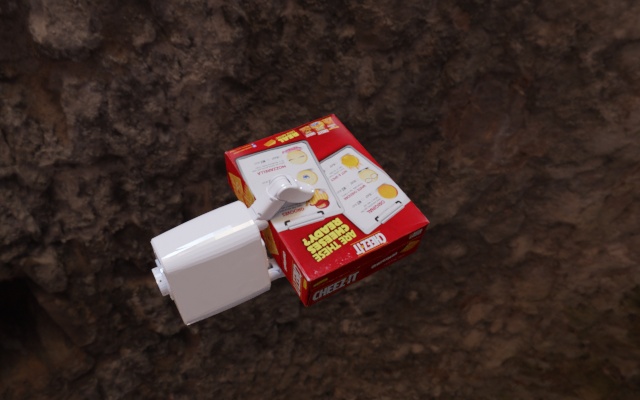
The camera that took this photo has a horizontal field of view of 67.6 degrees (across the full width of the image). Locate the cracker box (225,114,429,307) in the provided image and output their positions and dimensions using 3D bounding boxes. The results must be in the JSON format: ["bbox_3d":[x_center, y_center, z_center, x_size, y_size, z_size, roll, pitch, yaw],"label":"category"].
[{"bbox_3d":[0.000,0.002,0.595,0.164,0.213,0.072,-23,-34,-21],"label":"cracker box"}]
